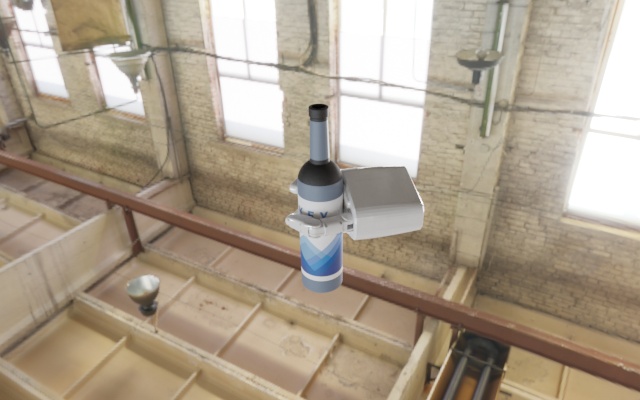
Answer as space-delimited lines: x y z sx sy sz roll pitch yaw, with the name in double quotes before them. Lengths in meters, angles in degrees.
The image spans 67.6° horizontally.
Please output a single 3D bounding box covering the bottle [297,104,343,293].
"bottle" 0.000 0.003 0.711 0.069 0.296 0.069 -1 30 1
